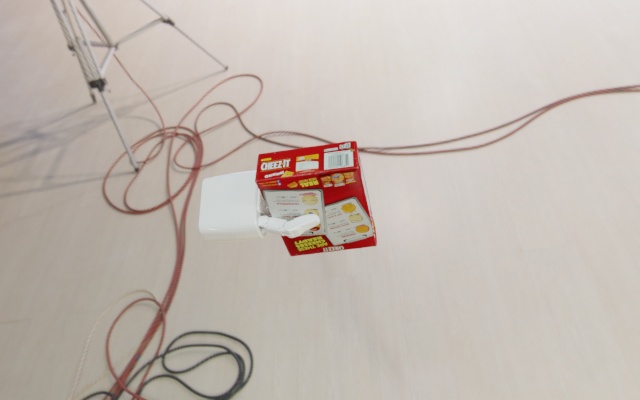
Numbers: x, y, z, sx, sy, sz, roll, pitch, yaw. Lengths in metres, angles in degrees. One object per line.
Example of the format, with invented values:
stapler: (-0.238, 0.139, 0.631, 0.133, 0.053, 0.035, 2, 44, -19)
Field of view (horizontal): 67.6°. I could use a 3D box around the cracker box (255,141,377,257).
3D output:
cracker box: (0.000, 0.003, 0.815, 0.164, 0.072, 0.214, -8, -40, 10)
